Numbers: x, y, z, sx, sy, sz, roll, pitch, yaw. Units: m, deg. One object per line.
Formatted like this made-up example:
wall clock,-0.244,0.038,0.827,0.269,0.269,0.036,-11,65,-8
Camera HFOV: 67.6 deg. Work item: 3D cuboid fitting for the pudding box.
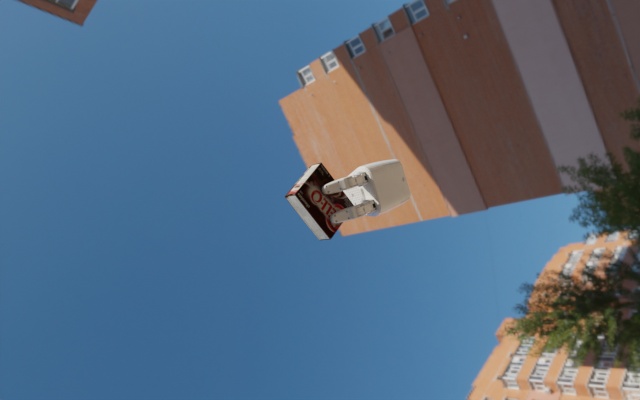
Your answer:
pudding box,0.000,0.003,0.868,0.039,0.113,0.090,-15,30,50
